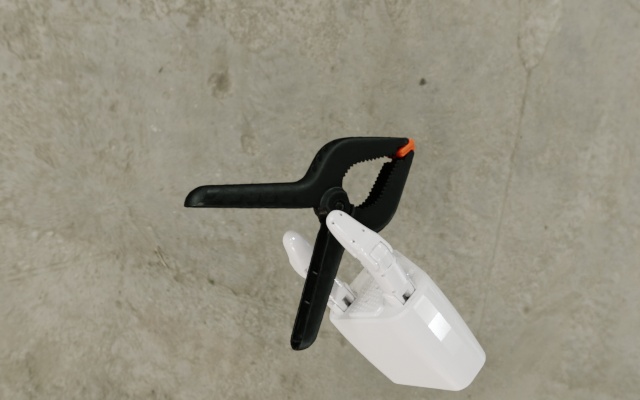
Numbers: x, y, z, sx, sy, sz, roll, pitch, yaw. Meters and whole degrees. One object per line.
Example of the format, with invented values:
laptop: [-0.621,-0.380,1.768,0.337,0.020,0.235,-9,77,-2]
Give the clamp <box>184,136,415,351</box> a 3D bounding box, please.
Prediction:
clamp: [0.001,0.001,0.418,0.210,0.164,0.036,-46,18,-18]
